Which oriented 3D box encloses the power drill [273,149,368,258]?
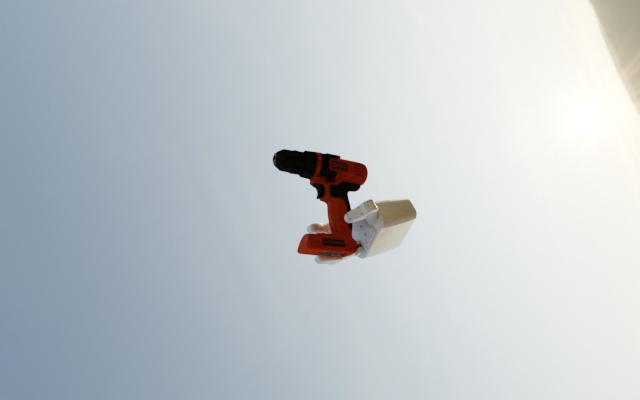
[{"bbox_3d":[0.000,0.003,0.854,0.184,0.187,0.057,8,-18,-21],"label":"power drill"}]
